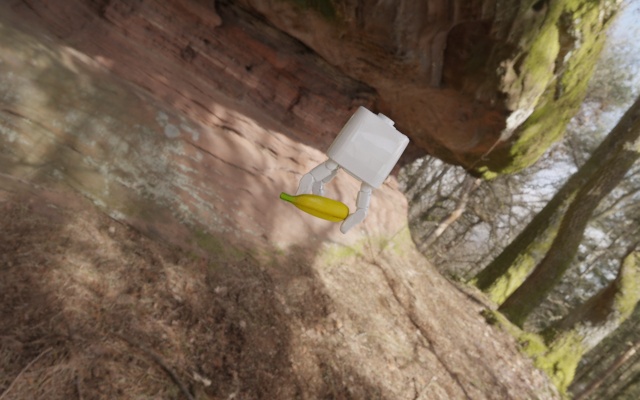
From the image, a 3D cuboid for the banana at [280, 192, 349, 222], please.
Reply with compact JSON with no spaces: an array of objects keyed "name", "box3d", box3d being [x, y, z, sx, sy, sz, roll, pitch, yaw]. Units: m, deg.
[{"name":"banana","box3d":[0.012,0.011,0.849,0.069,0.037,0.198,35,9,31]}]
